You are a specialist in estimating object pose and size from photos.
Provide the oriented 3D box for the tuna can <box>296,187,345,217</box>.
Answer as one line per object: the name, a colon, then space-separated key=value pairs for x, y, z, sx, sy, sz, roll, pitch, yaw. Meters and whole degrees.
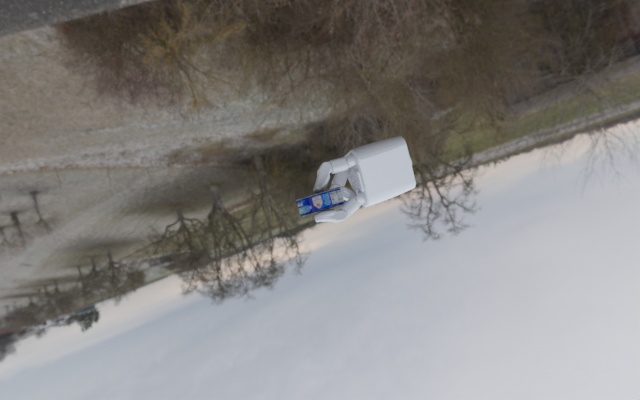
tuna can: x=0.000 y=0.003 z=0.874 sx=0.086 sy=0.034 sz=0.086 roll=-16 pitch=-1 yaw=0
